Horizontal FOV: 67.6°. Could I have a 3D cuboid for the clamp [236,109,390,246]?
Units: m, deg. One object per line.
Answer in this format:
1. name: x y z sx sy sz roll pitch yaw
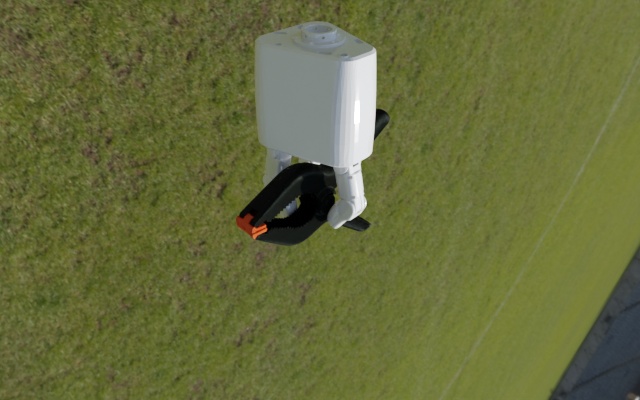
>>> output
1. clamp: 0.000 0.002 0.536 0.210 0.165 0.036 -30 45 -35
